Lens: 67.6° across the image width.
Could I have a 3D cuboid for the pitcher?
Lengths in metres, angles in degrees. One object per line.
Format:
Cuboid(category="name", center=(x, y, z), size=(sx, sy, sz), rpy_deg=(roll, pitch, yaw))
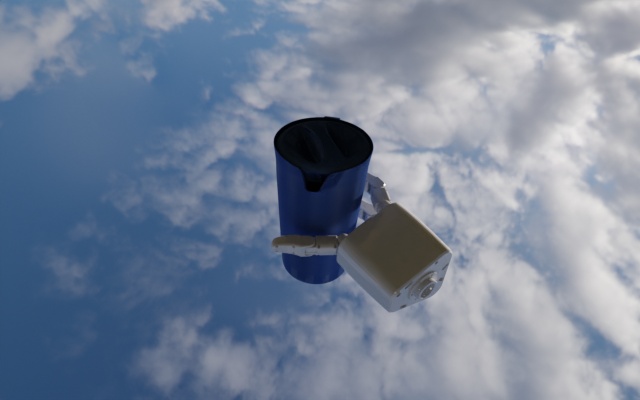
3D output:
Cuboid(category="pitcher", center=(0.000, 0.002, 0.716), size=(0.149, 0.243, 0.145), rpy_deg=(-24, 48, -29))
